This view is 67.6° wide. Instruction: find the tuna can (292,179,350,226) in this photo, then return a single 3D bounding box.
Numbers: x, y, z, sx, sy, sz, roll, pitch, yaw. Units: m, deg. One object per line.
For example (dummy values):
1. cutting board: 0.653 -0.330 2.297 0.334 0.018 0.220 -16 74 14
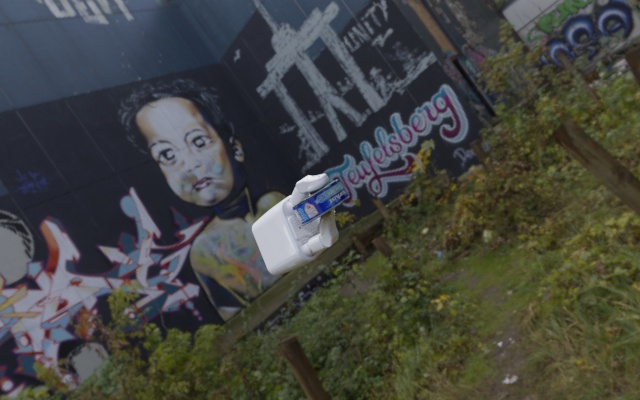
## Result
1. tuna can: 0.000 0.002 0.729 0.086 0.034 0.086 -31 2 2
